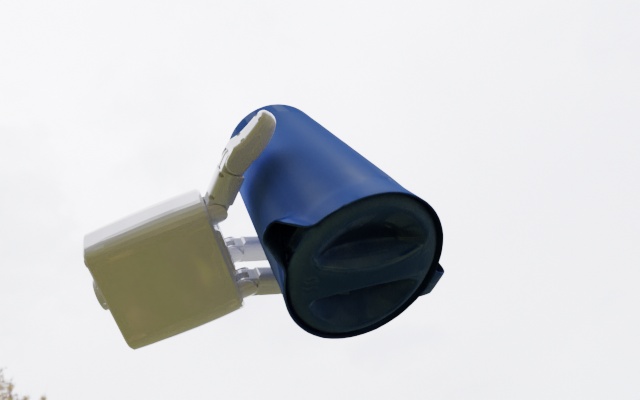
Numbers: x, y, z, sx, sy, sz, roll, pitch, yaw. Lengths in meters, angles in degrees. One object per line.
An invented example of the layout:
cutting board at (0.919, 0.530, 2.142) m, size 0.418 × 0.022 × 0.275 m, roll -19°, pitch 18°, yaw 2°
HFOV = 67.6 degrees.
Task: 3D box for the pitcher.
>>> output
pitcher at (0.000, 0.002, 0.449) m, size 0.145 × 0.149 × 0.242 m, roll -24°, pitch 37°, yaw -11°
